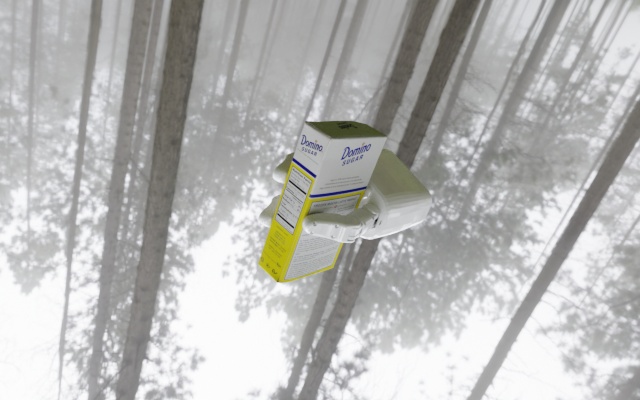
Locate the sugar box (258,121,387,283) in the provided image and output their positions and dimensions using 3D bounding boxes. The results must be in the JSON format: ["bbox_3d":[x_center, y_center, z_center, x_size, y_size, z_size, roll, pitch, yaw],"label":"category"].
[{"bbox_3d":[0.000,0.001,0.515,0.048,0.176,0.093,36,29,33],"label":"sugar box"}]
